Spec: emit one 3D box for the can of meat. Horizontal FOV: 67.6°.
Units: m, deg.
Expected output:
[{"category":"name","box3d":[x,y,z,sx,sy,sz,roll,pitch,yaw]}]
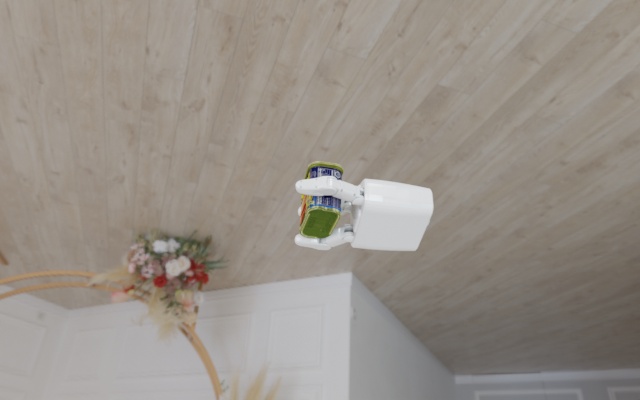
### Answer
[{"category":"can of meat","box3d":[0.000,0.003,0.750,0.057,0.084,0.102,8,-31,-10]}]
